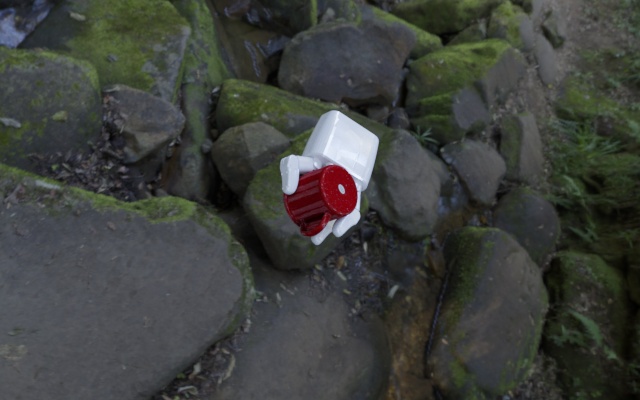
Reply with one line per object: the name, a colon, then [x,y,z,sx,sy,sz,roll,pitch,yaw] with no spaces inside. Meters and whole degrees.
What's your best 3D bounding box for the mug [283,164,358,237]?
mug: [0.000,0.003,0.733,0.093,0.117,0.081,39,-38,-28]
